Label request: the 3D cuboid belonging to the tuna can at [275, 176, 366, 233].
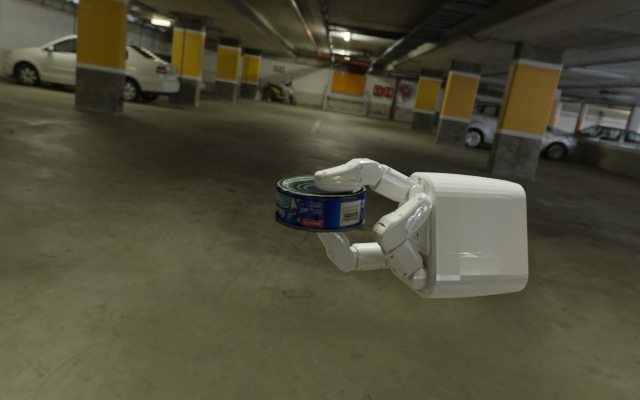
[{"bbox_3d":[0.000,0.001,0.451,0.086,0.034,0.086,3,15,-1],"label":"tuna can"}]
